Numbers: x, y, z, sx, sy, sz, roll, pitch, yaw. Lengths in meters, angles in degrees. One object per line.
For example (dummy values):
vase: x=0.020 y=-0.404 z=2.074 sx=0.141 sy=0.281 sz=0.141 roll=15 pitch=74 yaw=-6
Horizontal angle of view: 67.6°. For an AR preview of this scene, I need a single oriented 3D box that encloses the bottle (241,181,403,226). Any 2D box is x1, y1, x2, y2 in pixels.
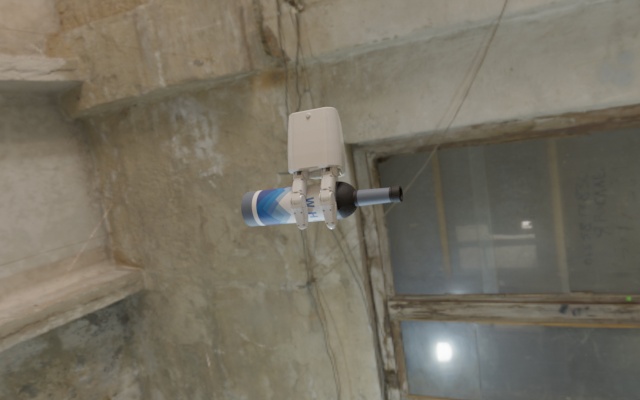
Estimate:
bottle: x=0.000 y=0.003 z=0.853 sx=0.296 sy=0.069 sz=0.069 roll=-6 pitch=-2 yaw=24
